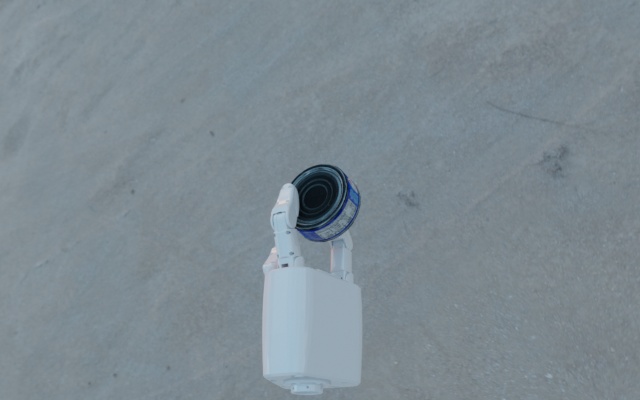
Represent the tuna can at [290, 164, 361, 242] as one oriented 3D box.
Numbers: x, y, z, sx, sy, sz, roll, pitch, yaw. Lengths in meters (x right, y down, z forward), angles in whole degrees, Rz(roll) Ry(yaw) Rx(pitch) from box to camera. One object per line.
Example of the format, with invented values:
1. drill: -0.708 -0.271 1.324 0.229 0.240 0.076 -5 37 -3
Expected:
1. tuna can: 0.000 0.001 0.542 0.086 0.086 0.034 0 -27 33
